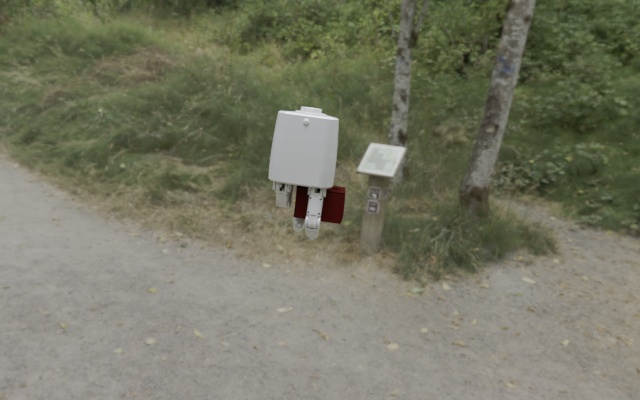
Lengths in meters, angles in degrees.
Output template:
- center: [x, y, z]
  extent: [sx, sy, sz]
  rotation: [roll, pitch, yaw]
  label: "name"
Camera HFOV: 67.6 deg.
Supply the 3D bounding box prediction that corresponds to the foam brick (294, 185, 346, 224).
- center: [0.000, 0.003, 0.766]
  extent: [0.078, 0.051, 0.053]
  rotation: [8, 12, 4]
  label: "foam brick"
